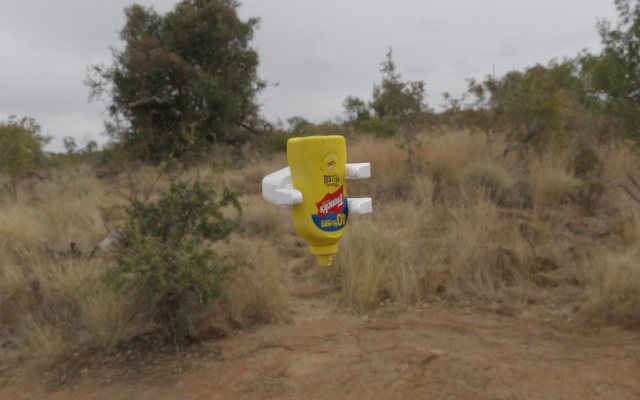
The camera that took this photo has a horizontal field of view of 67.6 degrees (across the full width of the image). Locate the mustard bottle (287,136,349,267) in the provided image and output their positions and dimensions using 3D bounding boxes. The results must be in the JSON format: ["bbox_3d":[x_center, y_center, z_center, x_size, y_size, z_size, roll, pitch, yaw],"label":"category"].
[{"bbox_3d":[0.000,0.002,0.704,0.058,0.191,0.096,2,9,42],"label":"mustard bottle"}]
